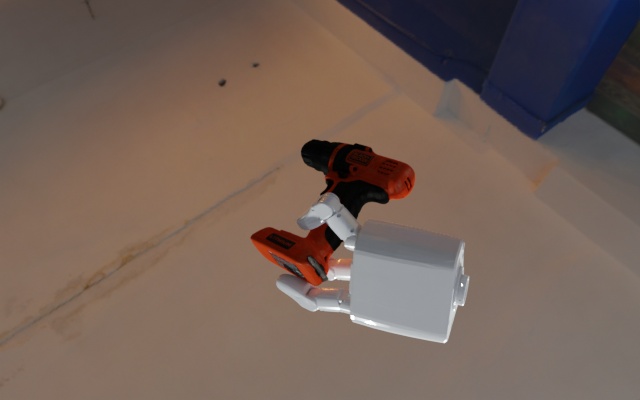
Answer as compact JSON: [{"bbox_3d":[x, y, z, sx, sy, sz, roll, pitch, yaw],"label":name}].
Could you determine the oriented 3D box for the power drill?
[{"bbox_3d":[0.000,0.002,0.603,0.184,0.187,0.057,21,-25,43],"label":"power drill"}]
